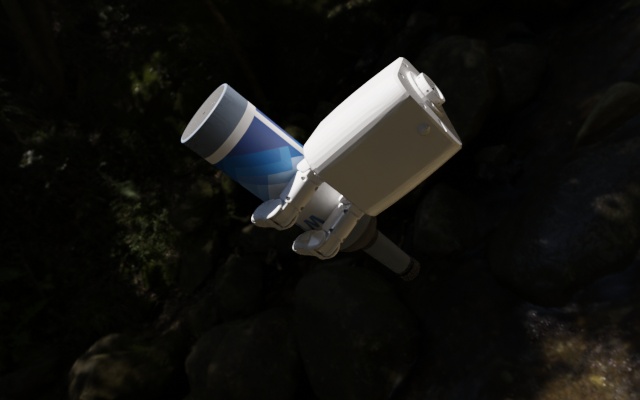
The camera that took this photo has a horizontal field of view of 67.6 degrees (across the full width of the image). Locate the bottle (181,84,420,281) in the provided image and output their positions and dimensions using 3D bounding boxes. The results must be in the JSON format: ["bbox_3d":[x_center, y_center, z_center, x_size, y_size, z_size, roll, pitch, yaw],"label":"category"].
[{"bbox_3d":[0.000,0.002,0.492,0.296,0.069,0.069,37,-18,-26],"label":"bottle"}]
